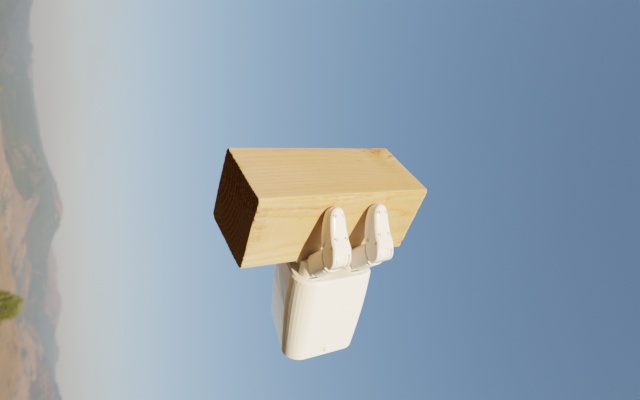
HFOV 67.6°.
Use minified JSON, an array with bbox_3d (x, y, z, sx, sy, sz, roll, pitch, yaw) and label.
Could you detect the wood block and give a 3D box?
[{"bbox_3d":[0.000,0.002,0.527,0.206,0.090,0.090,-4,39,-33],"label":"wood block"}]
